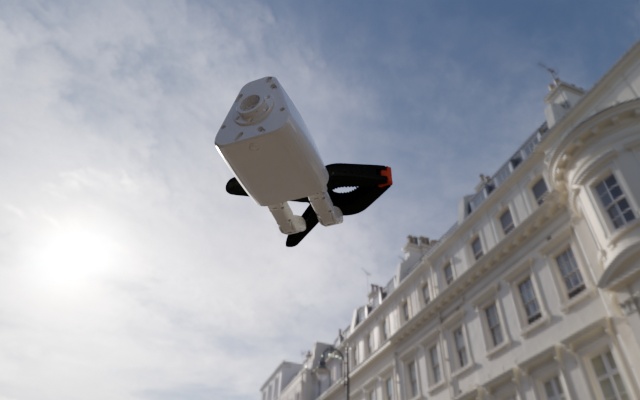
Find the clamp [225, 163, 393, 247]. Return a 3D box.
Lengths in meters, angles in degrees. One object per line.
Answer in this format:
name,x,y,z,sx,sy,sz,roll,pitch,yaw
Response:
clamp,0.001,0.001,0.652,0.210,0.036,0.165,-13,-38,17
